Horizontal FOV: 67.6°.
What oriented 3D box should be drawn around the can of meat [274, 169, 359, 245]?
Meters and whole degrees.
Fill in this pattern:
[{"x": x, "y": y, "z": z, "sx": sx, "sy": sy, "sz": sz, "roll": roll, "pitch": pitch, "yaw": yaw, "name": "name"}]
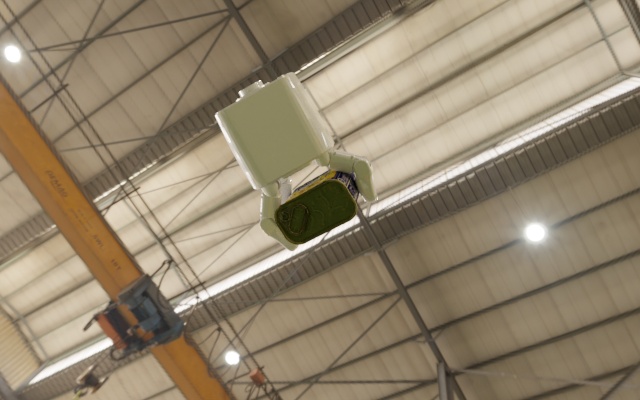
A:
[{"x": 0.000, "y": 0.002, "z": 0.614, "sx": 0.102, "sy": 0.057, "sz": 0.084, "roll": -28, "pitch": 12, "yaw": 18, "name": "can of meat"}]
